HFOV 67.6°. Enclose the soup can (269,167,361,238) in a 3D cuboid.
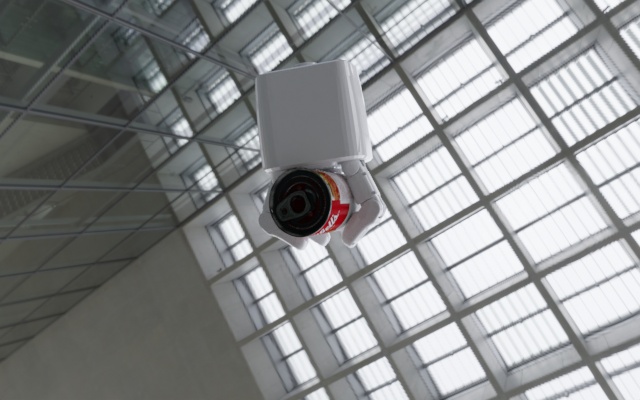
[{"bbox_3d":[0.000,0.002,0.505,0.068,0.068,0.102,0,0,25],"label":"soup can"}]
